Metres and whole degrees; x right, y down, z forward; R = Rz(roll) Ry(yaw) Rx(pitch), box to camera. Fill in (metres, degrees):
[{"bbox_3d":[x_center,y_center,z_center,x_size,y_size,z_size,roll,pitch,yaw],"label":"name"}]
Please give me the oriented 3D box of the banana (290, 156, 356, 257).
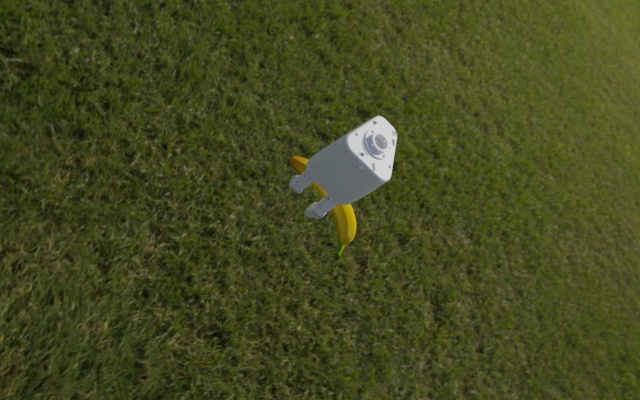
[{"bbox_3d":[0.015,-0.001,0.865,0.069,0.198,0.037,-27,0,-36],"label":"banana"}]
